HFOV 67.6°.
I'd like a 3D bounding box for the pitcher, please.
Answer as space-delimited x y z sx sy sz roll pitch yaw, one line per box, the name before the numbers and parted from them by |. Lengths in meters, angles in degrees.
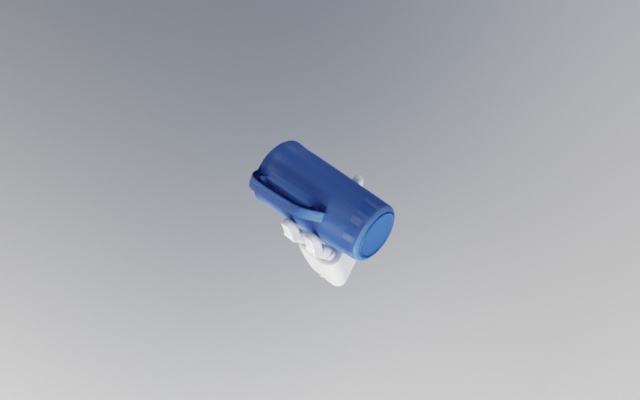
pitcher | 0.000 0.003 0.840 0.242 0.149 0.145 33 -23 30
